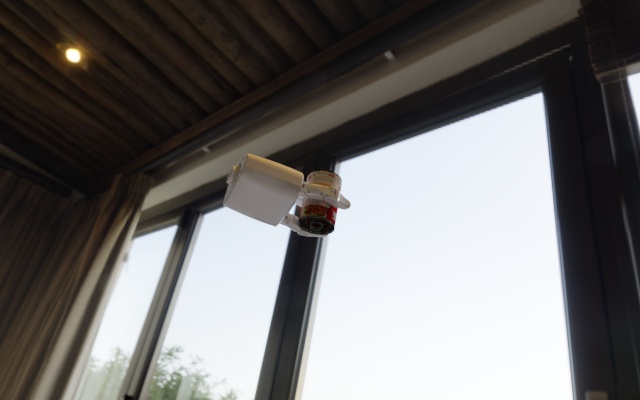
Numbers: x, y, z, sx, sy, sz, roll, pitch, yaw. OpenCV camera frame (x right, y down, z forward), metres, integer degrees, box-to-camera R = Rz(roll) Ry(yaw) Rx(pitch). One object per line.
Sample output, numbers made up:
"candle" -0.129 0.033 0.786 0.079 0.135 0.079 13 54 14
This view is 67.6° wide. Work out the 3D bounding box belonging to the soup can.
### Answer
"soup can" 0.001 0.003 0.874 0.068 0.102 0.068 8 -30 5
